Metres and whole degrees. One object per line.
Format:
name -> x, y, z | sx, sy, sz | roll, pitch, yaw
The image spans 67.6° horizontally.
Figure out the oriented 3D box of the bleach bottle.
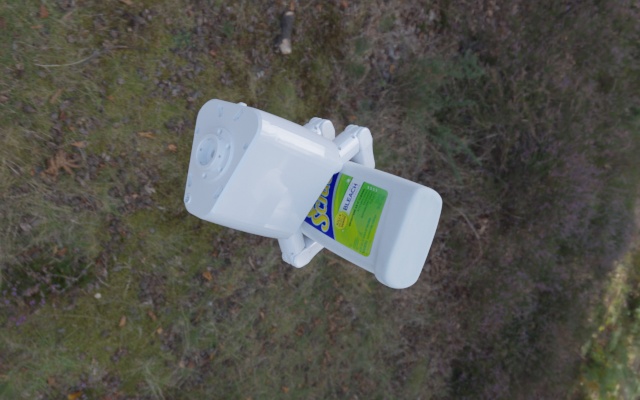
bleach bottle -> 0.000, 0.002, 0.520 | 0.250, 0.102, 0.068 | 20, 2, 40
